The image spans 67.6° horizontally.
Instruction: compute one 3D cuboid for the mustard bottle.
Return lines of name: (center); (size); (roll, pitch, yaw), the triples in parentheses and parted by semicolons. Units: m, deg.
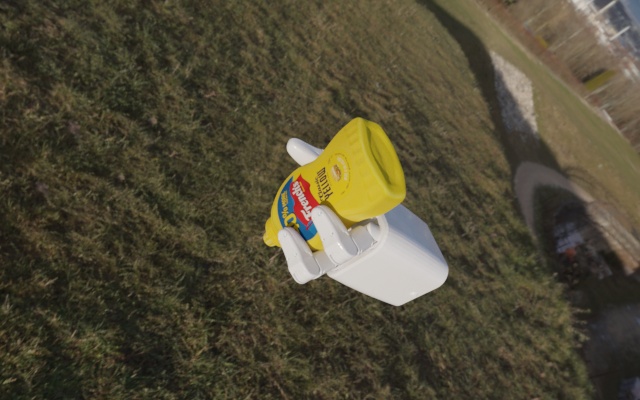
mustard bottle: (0.000, 0.001, 0.518); (0.058, 0.096, 0.192); (7, -34, -44)
